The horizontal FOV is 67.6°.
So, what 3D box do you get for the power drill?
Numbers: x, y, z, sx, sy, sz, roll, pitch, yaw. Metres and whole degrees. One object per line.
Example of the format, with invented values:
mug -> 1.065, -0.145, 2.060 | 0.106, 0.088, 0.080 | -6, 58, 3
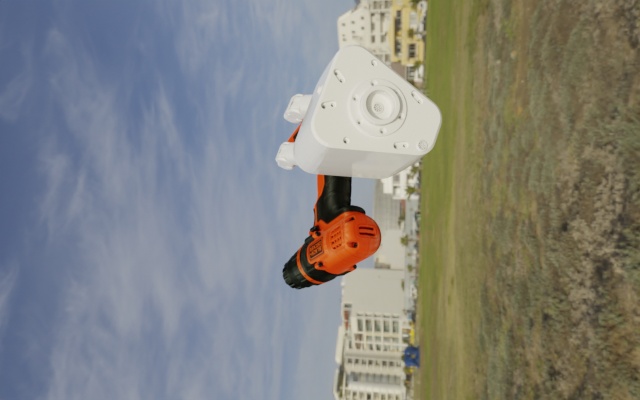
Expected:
power drill -> 0.000, 0.001, 0.561 | 0.057, 0.187, 0.184 | 6, -24, -28
